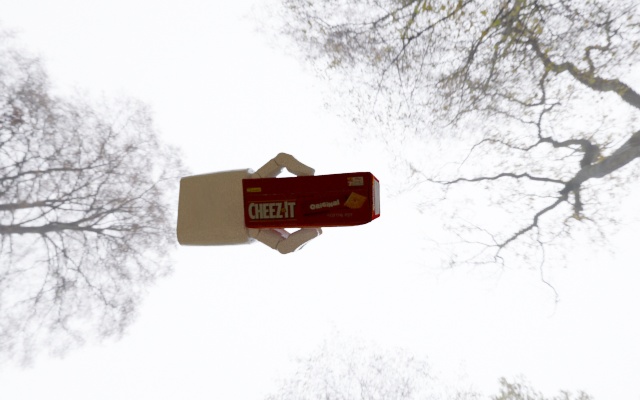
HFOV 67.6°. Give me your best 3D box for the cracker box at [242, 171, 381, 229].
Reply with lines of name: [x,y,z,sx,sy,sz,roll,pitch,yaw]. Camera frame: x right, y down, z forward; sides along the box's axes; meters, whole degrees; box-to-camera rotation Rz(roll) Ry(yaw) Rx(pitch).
cracker box: [0.000,0.002,0.686,0.164,0.072,0.213,-3,-1,10]
